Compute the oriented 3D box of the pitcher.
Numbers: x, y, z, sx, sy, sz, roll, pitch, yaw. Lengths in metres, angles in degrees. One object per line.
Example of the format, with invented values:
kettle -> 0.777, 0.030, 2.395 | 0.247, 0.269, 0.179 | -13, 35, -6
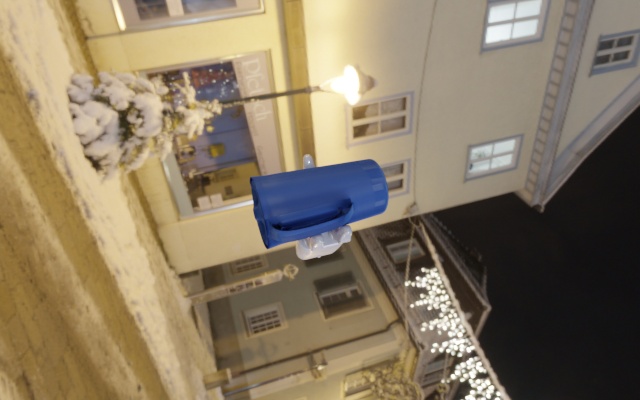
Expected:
pitcher -> 0.000, 0.003, 0.874 | 0.243, 0.149, 0.145 | -13, -18, -13
